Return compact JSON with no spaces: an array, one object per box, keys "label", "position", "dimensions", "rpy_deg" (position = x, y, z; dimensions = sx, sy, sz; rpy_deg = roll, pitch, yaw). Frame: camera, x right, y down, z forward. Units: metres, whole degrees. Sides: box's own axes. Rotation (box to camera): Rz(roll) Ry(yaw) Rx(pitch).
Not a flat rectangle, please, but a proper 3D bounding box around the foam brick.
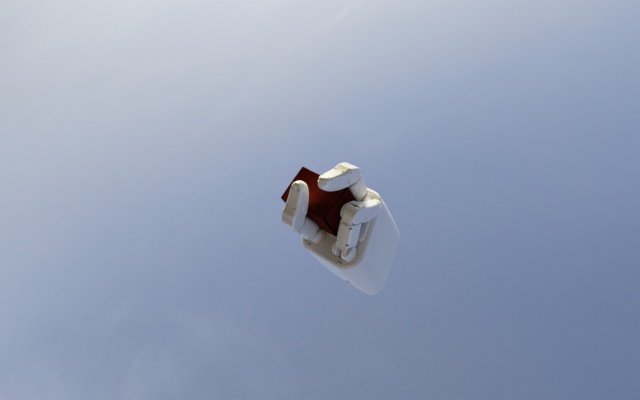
[{"label":"foam brick","position":[0.000,0.002,0.605],"dimensions":[0.078,0.053,0.051],"rpy_deg":[27,-15,37]}]
